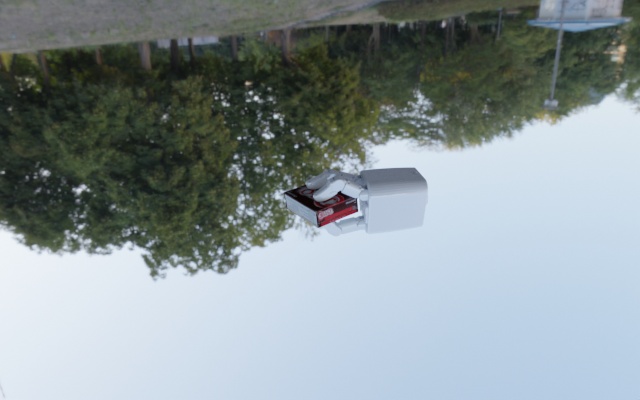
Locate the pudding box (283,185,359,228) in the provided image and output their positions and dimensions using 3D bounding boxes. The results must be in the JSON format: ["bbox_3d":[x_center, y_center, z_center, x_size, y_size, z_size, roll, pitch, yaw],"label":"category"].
[{"bbox_3d":[0.000,0.003,0.861,0.090,0.039,0.113,-20,26,-29],"label":"pudding box"}]
